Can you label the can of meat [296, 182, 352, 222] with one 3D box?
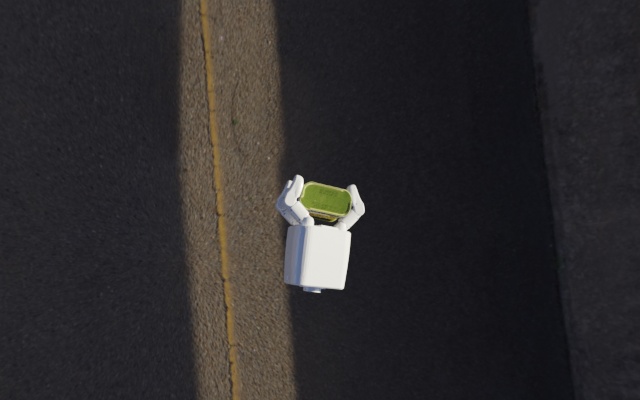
[{"bbox_3d":[0.000,0.003,0.896,0.102,0.057,0.084,12,-10,-14],"label":"can of meat"}]
